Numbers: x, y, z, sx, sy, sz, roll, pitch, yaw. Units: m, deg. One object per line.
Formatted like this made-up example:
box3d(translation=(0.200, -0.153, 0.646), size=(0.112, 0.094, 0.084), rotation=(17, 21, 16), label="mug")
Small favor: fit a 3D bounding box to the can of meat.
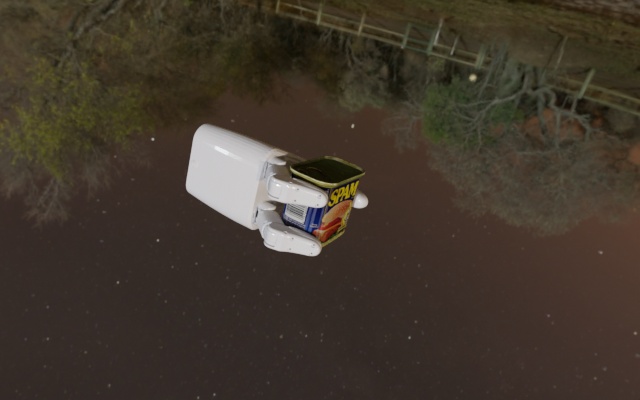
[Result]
box3d(translation=(0.000, 0.002, 0.546), size=(0.057, 0.084, 0.102), rotation=(24, 23, 22), label="can of meat")
